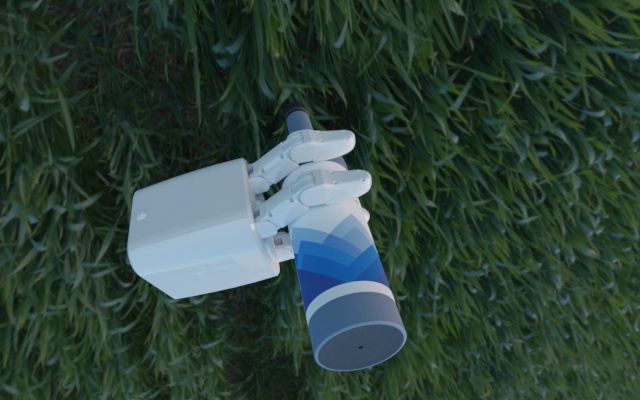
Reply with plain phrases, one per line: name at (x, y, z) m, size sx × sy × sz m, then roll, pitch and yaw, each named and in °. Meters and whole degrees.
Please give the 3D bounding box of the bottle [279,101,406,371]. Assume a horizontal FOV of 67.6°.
bottle at (0.000, 0.002, 0.435) m, size 0.069 × 0.069 × 0.295 m, roll 0°, pitch 44°, yaw -15°
